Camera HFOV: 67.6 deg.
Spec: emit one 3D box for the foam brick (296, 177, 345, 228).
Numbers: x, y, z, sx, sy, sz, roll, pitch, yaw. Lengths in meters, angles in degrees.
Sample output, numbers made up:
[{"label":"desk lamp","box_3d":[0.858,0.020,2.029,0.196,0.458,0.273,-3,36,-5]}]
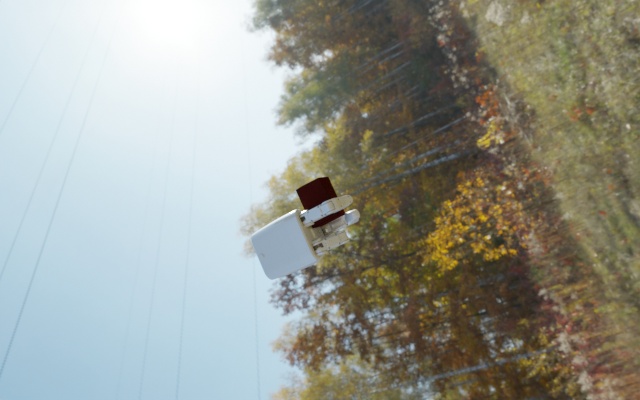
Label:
[{"label":"foam brick","box_3d":[0.000,0.003,0.858,0.051,0.078,0.053,-27,-7,21]}]
